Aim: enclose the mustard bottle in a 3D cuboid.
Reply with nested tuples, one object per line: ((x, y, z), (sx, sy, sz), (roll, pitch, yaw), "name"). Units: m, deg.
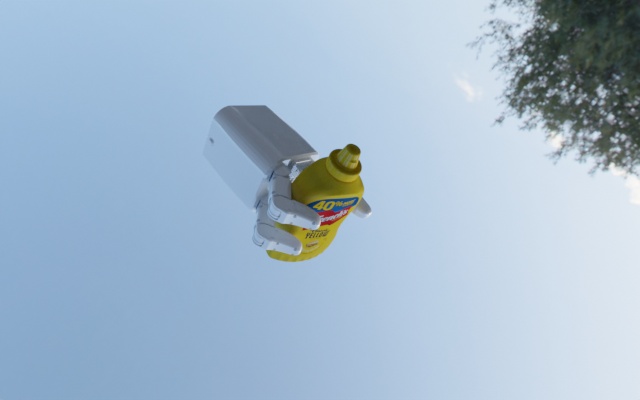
((0.000, 0.002, 0.586), (0.096, 0.058, 0.192), (-3, -37, -31), "mustard bottle")
